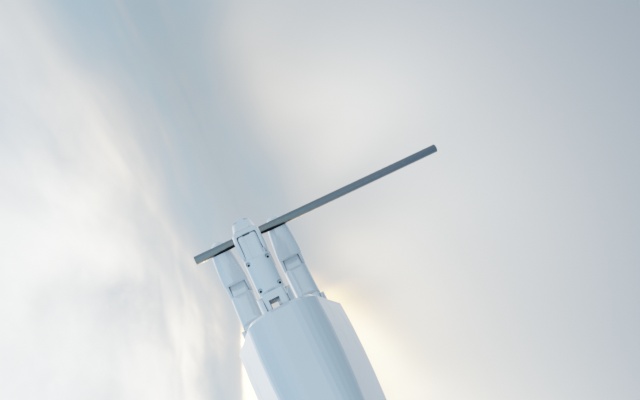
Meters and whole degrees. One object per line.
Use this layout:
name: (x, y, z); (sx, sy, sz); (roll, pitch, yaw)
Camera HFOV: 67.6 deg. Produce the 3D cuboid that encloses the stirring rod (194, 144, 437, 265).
stirring rod: (0.000, 0.001, 0.429); (0.239, 0.011, 0.011); (-25, 4, -9)
